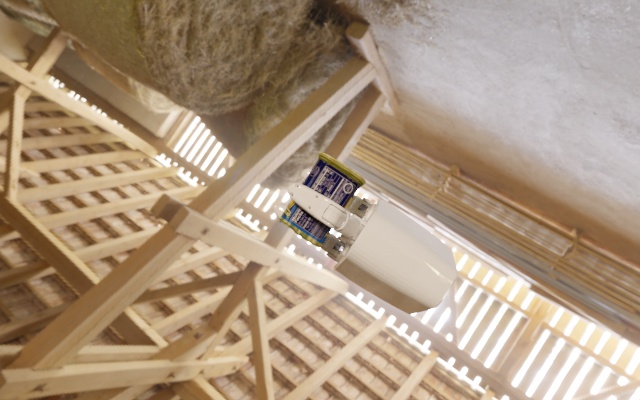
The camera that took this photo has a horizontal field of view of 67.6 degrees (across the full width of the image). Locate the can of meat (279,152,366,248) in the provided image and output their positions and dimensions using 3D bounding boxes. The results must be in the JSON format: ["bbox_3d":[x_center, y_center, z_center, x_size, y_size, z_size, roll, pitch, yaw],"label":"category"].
[{"bbox_3d":[0.000,0.002,0.520,0.057,0.084,0.102,33,-3,1],"label":"can of meat"}]
